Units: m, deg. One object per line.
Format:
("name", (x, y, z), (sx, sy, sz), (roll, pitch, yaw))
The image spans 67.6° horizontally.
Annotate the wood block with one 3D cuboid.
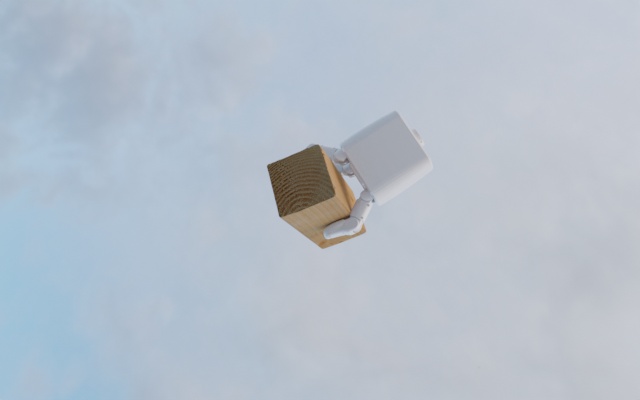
("wood block", (0.001, 0.003, 0.779), (0.090, 0.090, 0.206), (-21, -24, 10))
